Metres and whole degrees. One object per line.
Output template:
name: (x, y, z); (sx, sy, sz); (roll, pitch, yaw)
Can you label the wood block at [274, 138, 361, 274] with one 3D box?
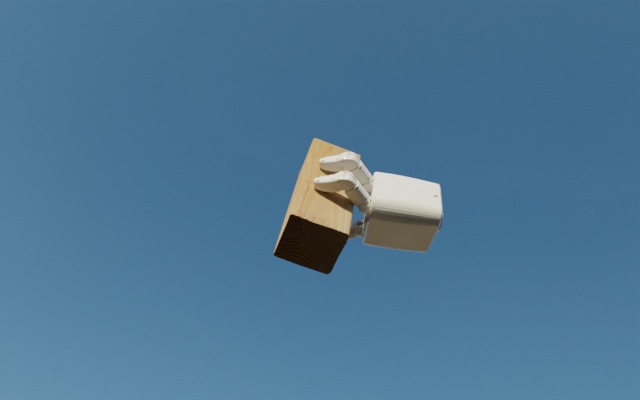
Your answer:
wood block: (0.000, 0.003, 0.754); (0.090, 0.091, 0.206); (20, 38, -5)
